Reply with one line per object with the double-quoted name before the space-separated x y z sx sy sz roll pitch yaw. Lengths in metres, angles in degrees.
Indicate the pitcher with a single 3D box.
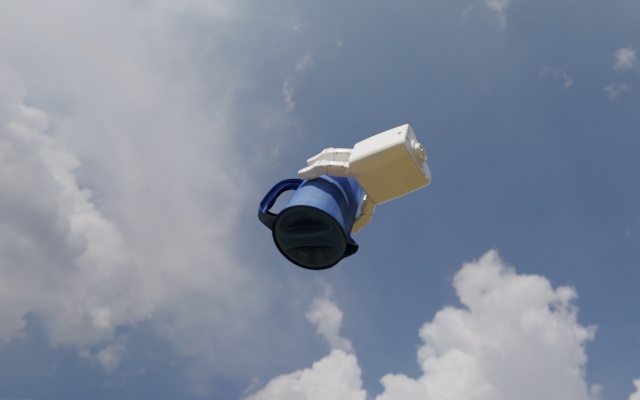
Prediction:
"pitcher" 0.000 0.003 0.894 0.145 0.149 0.242 -24 21 28
